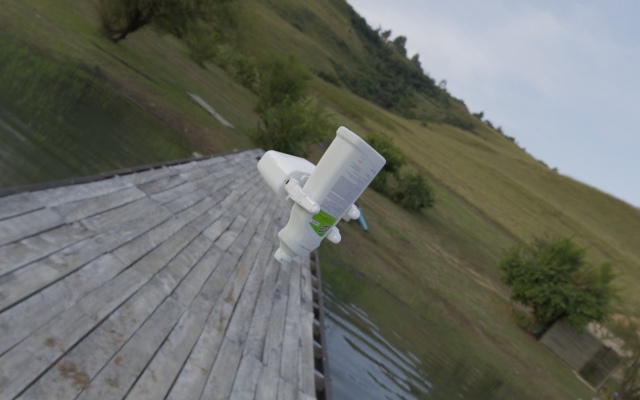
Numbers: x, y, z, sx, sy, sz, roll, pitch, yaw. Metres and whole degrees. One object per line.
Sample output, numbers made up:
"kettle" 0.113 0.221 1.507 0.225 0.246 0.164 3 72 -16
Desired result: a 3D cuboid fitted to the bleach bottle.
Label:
"bleach bottle" 0.000 0.003 0.823 0.103 0.251 0.068 33 7 -41
